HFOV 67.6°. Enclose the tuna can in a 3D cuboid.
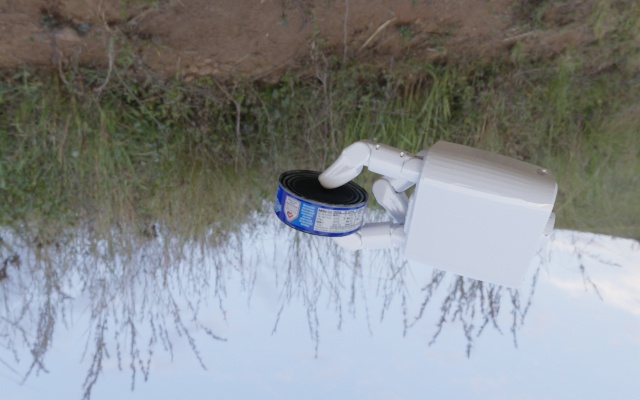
[{"bbox_3d":[0.000,0.002,0.452,0.086,0.034,0.086,11,21,-4],"label":"tuna can"}]
